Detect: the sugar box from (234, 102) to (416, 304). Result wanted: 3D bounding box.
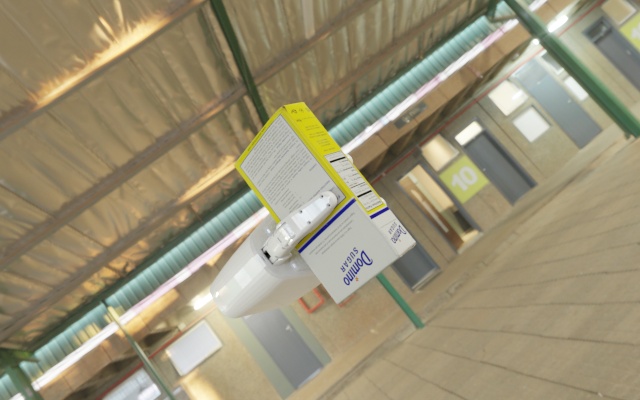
[{"bbox_3d":[0.000,0.001,0.462,0.093,0.176,0.048,-44,-10,36],"label":"sugar box"}]
